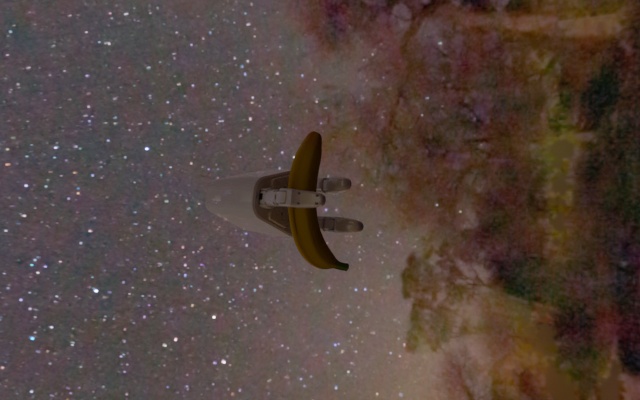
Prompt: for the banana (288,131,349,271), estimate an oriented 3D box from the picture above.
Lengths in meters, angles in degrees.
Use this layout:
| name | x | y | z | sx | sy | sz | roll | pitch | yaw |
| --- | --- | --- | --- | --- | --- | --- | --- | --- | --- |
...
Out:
| name | x | y | z | sx | sy | sz | roll | pitch | yaw |
| --- | --- | --- | --- | --- | --- | --- | --- | --- | --- |
| banana | -0.013 | 0.011 | 0.634 | 0.069 | 0.198 | 0.037 | -21 | 16 | -39 |
